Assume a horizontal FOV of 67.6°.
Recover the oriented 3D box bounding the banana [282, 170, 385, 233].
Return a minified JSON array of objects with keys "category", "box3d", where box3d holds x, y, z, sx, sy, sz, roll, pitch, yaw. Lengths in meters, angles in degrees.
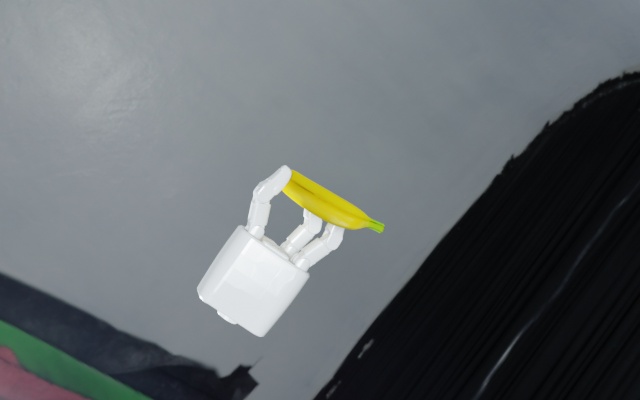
[{"category":"banana","box3d":[-0.008,-0.003,0.637,0.197,0.037,0.070,32,0,40]}]
